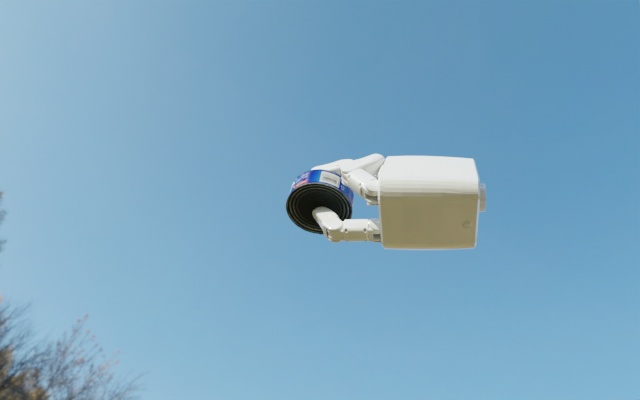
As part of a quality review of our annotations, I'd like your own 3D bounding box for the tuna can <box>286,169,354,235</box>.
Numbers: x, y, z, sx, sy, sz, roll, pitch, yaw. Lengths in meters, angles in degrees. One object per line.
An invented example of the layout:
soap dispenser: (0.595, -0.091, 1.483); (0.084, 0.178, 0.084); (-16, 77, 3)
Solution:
tuna can: (0.000, 0.002, 0.620); (0.086, 0.086, 0.033); (0, 40, 11)
